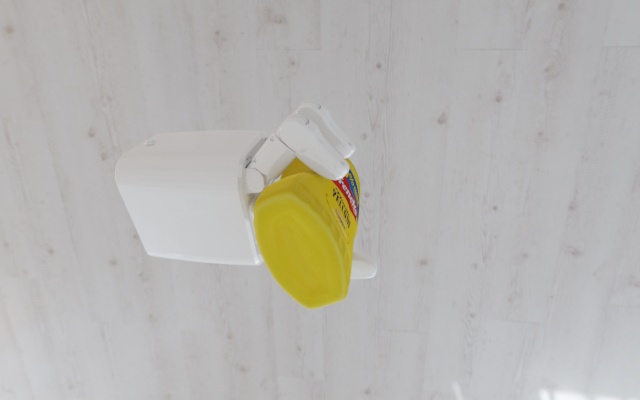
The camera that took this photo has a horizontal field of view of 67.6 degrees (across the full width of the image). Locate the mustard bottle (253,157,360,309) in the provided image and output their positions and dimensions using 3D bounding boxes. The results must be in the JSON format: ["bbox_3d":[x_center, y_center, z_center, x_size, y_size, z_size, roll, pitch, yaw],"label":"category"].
[{"bbox_3d":[0.000,0.001,0.416,0.058,0.096,0.191,-22,18,17],"label":"mustard bottle"}]
